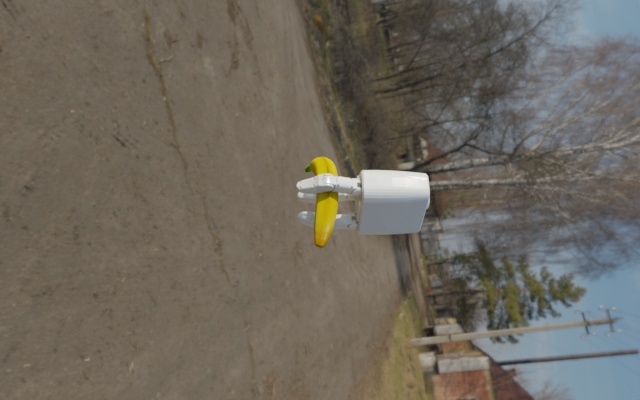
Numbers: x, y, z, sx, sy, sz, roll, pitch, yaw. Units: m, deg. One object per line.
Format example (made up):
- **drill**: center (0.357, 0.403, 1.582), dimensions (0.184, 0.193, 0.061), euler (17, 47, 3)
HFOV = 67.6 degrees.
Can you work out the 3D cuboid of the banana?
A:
- **banana**: center (0.006, -0.013, 0.778), dimensions (0.037, 0.070, 0.197), euler (11, 39, -15)
